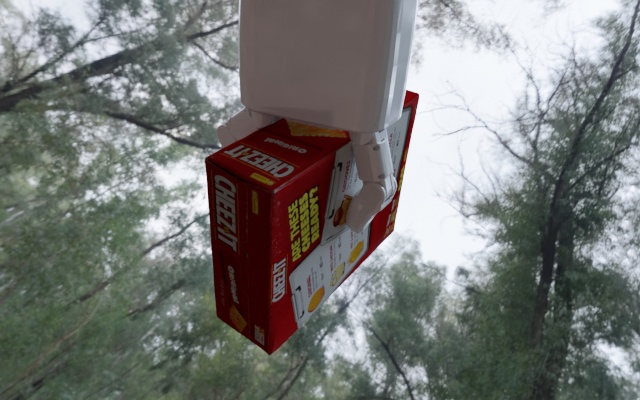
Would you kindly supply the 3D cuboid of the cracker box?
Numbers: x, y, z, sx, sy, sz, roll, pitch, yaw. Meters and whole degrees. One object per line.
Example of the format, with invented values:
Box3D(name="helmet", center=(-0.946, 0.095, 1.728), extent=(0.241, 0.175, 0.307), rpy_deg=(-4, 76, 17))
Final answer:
Box3D(name="cracker box", center=(0.000, 0.001, 0.423), extent=(0.072, 0.164, 0.213), rpy_deg=(25, 40, 27))
